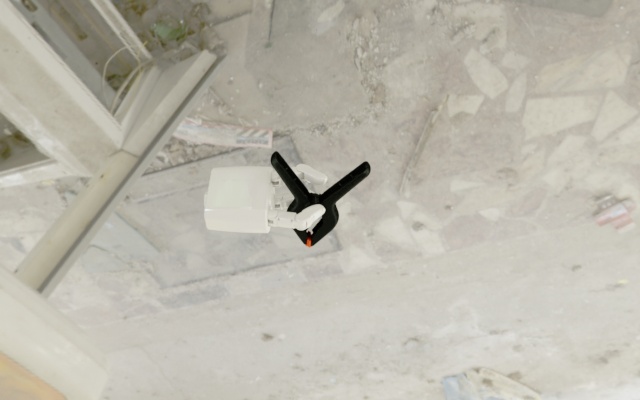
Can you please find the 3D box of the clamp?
[{"bbox_3d":[0.000,0.004,0.838,0.164,0.210,0.036,2,42,1],"label":"clamp"}]
